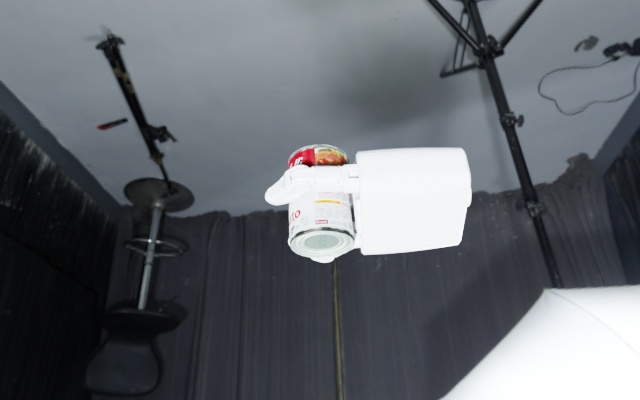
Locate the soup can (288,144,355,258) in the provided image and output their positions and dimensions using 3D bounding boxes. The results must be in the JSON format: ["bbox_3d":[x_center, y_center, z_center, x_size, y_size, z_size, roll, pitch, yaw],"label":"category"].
[{"bbox_3d":[0.000,0.002,0.506,0.068,0.102,0.068,-2,-30,-1],"label":"soup can"}]
